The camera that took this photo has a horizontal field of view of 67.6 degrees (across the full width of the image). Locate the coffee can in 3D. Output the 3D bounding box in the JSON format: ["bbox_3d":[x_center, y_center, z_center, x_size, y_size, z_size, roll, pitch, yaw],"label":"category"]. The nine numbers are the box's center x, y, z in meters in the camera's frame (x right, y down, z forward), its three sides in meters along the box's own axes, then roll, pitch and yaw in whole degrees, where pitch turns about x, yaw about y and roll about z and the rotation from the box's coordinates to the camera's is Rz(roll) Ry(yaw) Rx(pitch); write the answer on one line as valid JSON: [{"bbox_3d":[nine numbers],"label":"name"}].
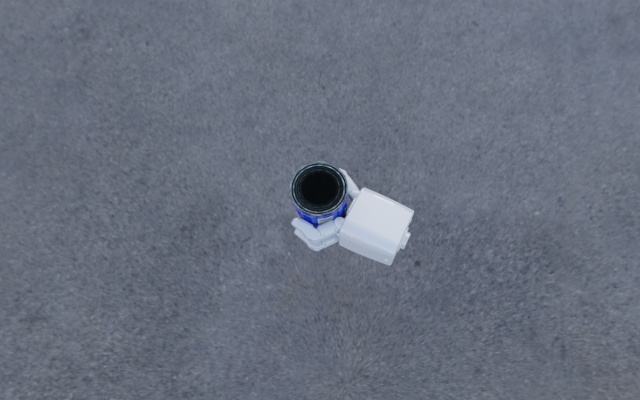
[{"bbox_3d":[0.000,0.003,0.892,0.103,0.102,0.140,0,-21,3],"label":"coffee can"}]
